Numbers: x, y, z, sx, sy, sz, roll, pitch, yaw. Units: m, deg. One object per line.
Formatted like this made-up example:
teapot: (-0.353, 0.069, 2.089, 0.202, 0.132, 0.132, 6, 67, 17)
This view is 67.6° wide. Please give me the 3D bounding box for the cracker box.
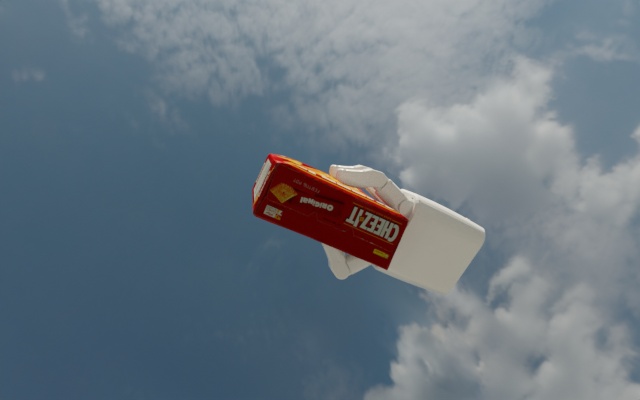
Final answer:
cracker box: (0.000, 0.002, 0.614, 0.164, 0.072, 0.213, 23, 4, -11)
